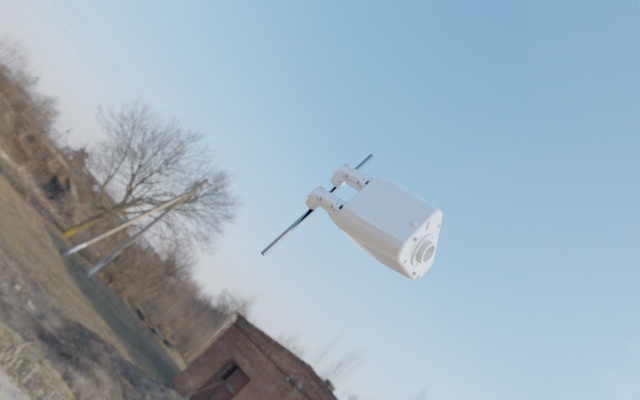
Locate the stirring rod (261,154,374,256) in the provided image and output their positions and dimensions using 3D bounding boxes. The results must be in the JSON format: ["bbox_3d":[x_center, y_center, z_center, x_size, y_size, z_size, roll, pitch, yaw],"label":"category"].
[{"bbox_3d":[0.000,0.003,0.730,0.239,0.011,0.011,-42,18,-21],"label":"stirring rod"}]
